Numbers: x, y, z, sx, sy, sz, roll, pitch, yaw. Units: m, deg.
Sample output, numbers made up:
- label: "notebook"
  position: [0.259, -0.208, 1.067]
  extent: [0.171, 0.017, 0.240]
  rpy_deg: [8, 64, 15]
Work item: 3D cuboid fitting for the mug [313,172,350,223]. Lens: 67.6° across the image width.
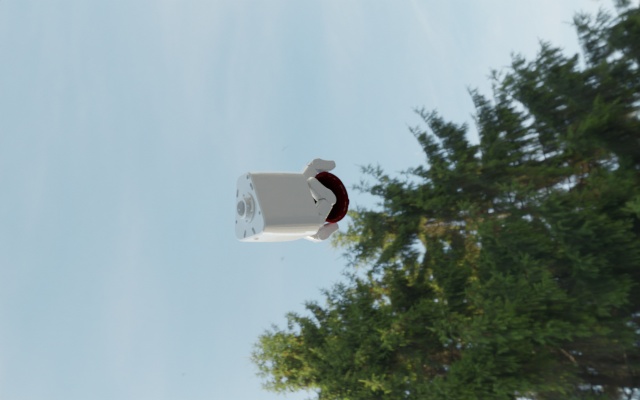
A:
- label: "mug"
  position: [0.001, 0.003, 0.878]
  extent: [0.117, 0.093, 0.081]
  rpy_deg: [1, -13, -40]
